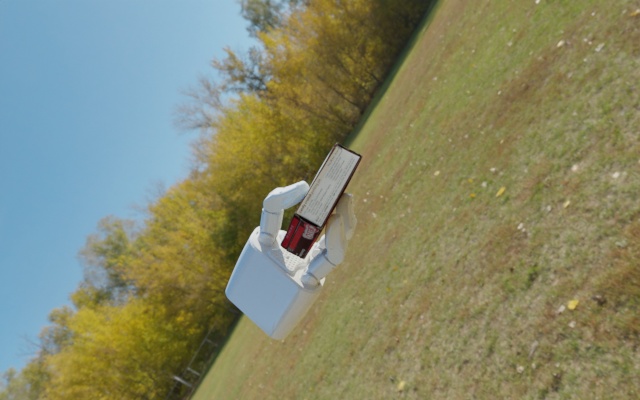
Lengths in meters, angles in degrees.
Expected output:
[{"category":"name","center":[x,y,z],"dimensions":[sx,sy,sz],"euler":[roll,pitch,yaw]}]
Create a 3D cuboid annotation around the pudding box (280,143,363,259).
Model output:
[{"category":"pudding box","center":[0.000,0.002,0.553],"dimensions":[0.039,0.113,0.090],"euler":[28,-31,-1]}]
